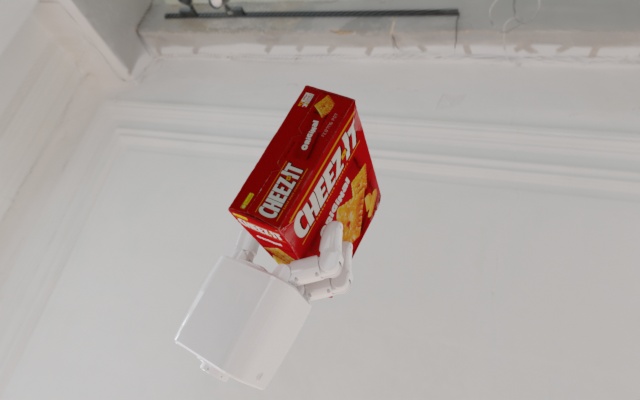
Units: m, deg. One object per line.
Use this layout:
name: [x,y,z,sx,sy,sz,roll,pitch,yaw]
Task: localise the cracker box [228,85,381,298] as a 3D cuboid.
cracker box: [0.000,0.002,0.562,0.072,0.164,0.214,20,-21,24]
